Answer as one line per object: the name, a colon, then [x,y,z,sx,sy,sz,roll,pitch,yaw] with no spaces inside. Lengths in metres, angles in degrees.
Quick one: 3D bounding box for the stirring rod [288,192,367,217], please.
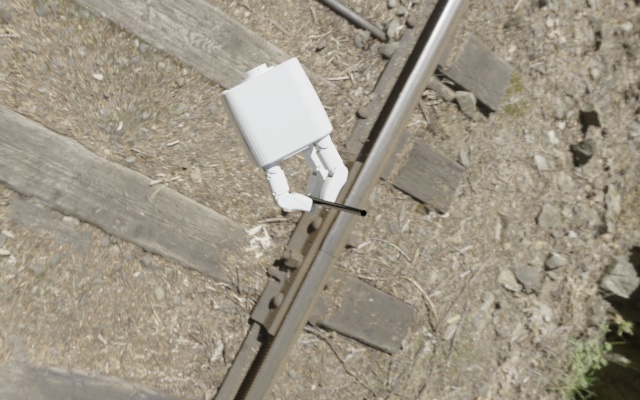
stirring rod: [0.000,0.002,0.642,0.011,0.011,0.239,0,6,-24]
